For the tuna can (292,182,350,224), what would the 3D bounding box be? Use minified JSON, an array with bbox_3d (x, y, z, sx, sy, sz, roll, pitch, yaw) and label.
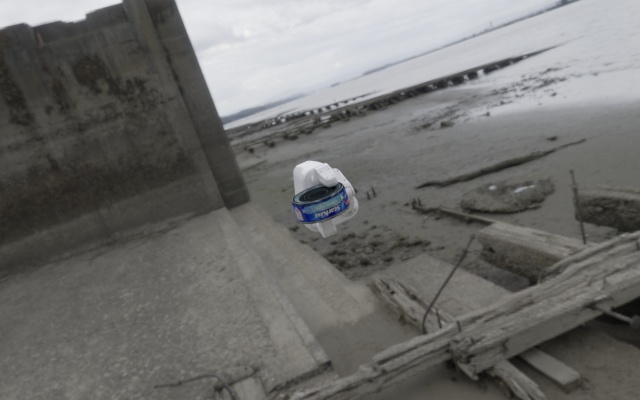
[{"bbox_3d":[0.000,0.002,0.729,0.086,0.034,0.086,-16,18,5],"label":"tuna can"}]
